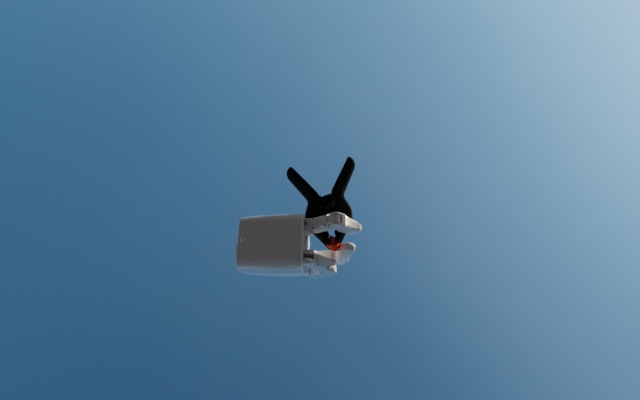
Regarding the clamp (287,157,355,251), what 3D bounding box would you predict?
[{"bbox_3d":[0.000,0.003,0.811,0.120,0.171,0.039,-5,-30,11],"label":"clamp"}]
